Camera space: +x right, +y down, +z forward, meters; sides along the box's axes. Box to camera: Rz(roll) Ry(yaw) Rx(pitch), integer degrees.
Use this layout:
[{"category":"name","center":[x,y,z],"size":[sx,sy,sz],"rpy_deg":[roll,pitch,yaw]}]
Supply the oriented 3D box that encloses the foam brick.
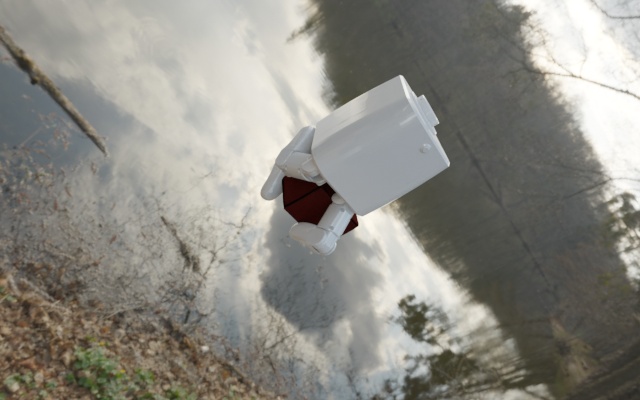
[{"category":"foam brick","center":[0.000,0.002,0.533],"size":[0.051,0.053,0.078],"rpy_deg":[-29,-50,18]}]
